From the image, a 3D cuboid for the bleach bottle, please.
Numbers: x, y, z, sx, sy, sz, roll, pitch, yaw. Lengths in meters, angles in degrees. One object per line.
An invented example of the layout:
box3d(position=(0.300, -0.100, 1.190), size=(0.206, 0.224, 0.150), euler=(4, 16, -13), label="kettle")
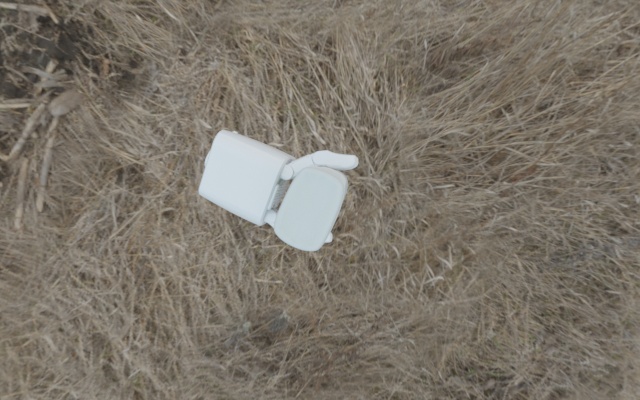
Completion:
box3d(position=(0.000, 0.002, 0.688), size=(0.068, 0.102, 0.251), euler=(25, 5, 4), label="bleach bottle")
